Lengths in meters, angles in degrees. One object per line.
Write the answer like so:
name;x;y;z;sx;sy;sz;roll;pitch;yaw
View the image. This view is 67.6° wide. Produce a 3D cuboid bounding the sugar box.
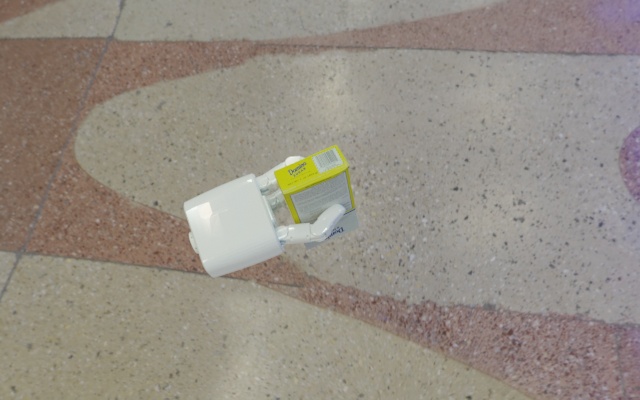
sugar box;0.000;0.002;0.682;0.093;0.048;0.176;-23;-28;-5
